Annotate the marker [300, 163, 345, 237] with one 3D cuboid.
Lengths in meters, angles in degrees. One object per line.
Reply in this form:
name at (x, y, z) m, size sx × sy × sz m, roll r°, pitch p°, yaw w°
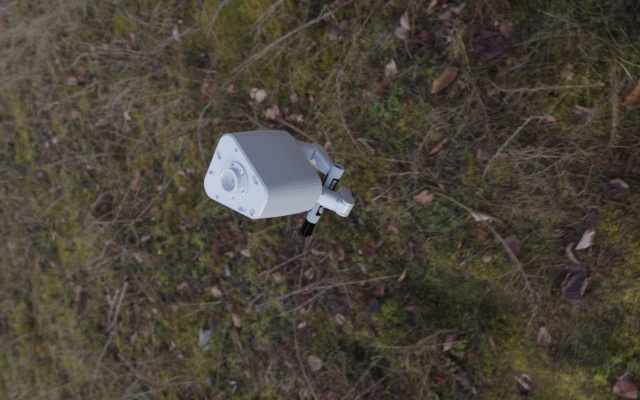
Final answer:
marker at (0.000, 0.002, 0.675) m, size 0.020 × 0.121 × 0.020 m, roll 22°, pitch 25°, yaw -11°
